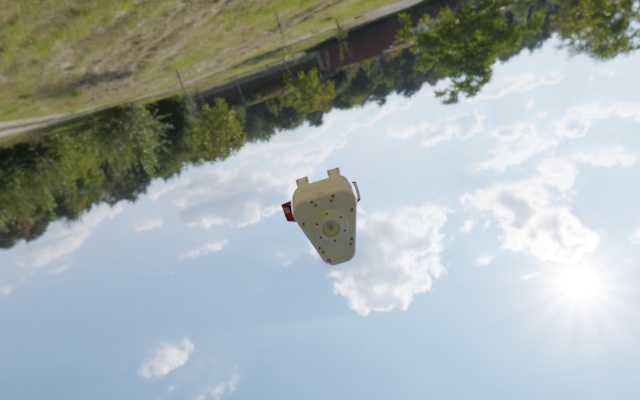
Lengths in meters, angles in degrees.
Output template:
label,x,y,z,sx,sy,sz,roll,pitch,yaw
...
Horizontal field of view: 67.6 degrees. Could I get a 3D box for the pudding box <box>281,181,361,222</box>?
label,x,y,z,sx,sy,sz,roll,pitch,yaw
pudding box,0.000,0.003,0.830,0.113,0.039,0.090,-22,10,-26
